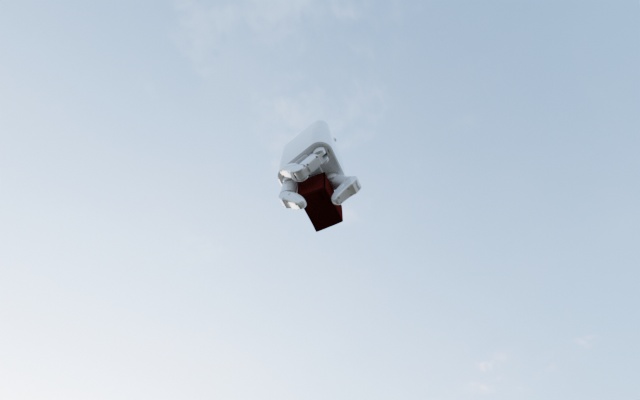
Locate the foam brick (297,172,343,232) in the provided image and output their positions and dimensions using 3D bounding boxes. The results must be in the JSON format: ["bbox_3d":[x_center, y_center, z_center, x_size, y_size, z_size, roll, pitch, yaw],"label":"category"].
[{"bbox_3d":[0.000,0.003,0.813,0.053,0.078,0.051,-20,30,12],"label":"foam brick"}]
